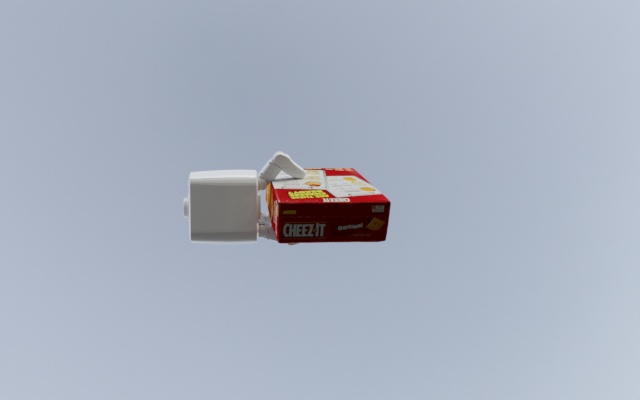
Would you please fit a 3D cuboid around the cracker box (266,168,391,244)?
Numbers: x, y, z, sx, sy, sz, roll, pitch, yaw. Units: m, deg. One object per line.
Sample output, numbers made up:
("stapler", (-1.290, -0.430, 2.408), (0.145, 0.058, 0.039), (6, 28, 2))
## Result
("cracker box", (0.000, 0.002, 0.774), (0.164, 0.072, 0.213), (-1, 17, -11))
